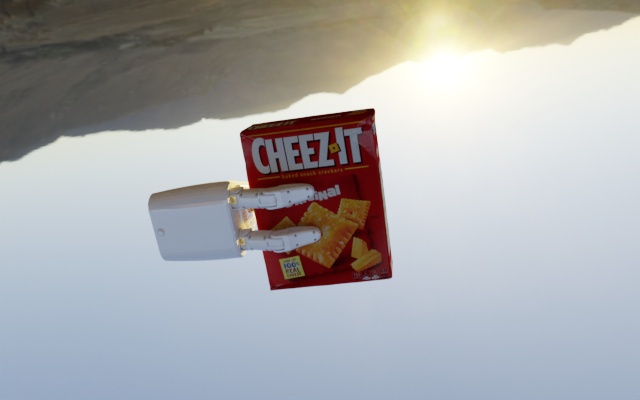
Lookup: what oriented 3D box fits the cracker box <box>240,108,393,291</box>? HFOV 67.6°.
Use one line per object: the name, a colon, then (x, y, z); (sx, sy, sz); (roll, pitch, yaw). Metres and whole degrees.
cracker box: (0.000, 0.002, 0.611); (0.164, 0.214, 0.072); (-6, 17, 9)
